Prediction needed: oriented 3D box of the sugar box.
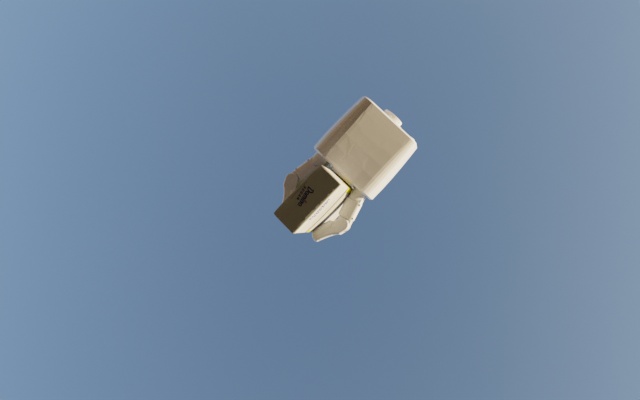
[{"bbox_3d":[0.000,0.002,0.700,0.048,0.093,0.176,46,6,13],"label":"sugar box"}]
